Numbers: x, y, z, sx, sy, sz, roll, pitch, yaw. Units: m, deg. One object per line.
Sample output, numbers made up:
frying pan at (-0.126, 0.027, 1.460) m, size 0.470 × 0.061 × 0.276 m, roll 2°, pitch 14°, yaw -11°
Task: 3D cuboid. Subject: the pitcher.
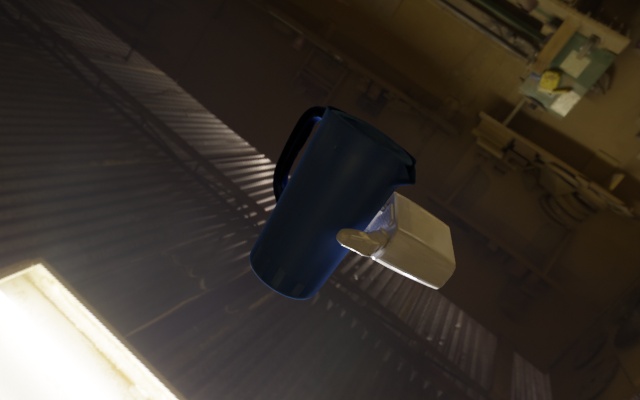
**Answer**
pitcher at (0.000, 0.002, 0.637) m, size 0.145 × 0.243 × 0.149 m, roll 28°, pitch 17°, yaw -15°
